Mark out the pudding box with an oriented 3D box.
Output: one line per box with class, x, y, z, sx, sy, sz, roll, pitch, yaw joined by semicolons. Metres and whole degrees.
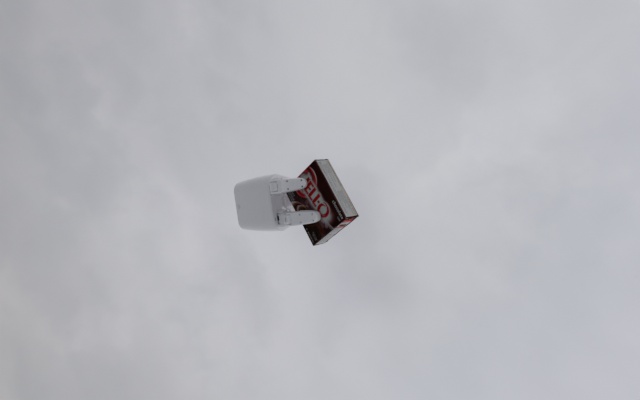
pudding box;0.000;0.003;0.773;0.039;0.113;0.090;-12;-23;-46
